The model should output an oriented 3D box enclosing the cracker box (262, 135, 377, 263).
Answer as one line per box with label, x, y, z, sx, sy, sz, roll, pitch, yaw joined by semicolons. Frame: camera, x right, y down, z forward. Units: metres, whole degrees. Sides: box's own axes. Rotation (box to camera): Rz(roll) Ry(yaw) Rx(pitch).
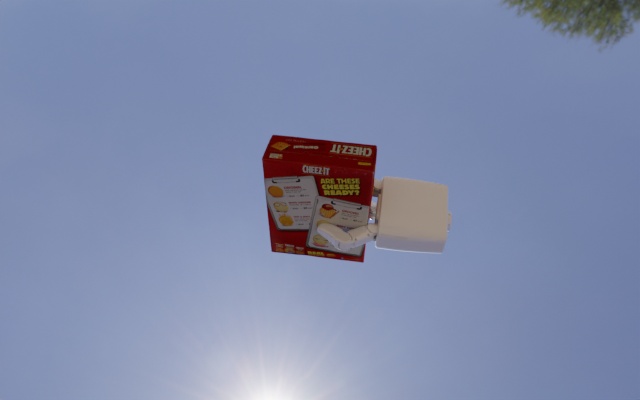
cracker box;0.000;0.003;0.769;0.164;0.214;0.072;6;45;6
